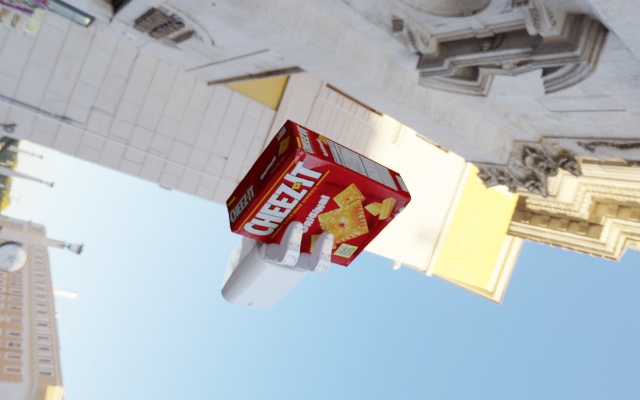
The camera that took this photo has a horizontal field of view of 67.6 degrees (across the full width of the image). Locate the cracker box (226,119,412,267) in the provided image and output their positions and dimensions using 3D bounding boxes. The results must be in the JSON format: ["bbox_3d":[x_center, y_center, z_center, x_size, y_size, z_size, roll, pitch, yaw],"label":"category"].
[{"bbox_3d":[0.000,0.002,0.684,0.214,0.072,0.164,21,-57,-34],"label":"cracker box"}]
